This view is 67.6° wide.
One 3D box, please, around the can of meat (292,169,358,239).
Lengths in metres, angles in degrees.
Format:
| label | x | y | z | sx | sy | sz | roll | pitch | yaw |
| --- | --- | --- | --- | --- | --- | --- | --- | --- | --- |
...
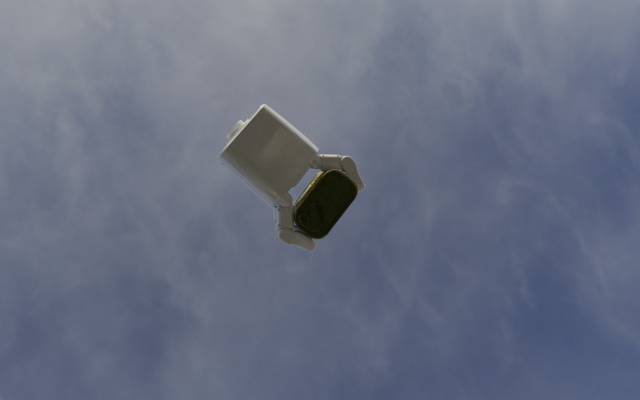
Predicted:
| label | x | y | z | sx | sy | sz | roll | pitch | yaw |
| --- | --- | --- | --- | --- | --- | --- | --- | --- | --- |
| can of meat | 0.000 | 0.002 | 0.720 | 0.057 | 0.102 | 0.084 | 38 | -3 | -12 |
